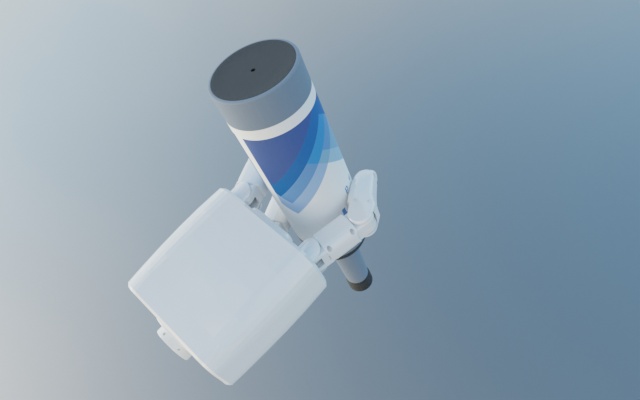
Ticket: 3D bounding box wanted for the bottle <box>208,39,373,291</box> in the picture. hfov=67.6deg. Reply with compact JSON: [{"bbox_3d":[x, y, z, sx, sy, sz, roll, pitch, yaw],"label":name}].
[{"bbox_3d":[0.000,0.001,0.424,0.069,0.069,0.296,0,-37,22],"label":"bottle"}]
